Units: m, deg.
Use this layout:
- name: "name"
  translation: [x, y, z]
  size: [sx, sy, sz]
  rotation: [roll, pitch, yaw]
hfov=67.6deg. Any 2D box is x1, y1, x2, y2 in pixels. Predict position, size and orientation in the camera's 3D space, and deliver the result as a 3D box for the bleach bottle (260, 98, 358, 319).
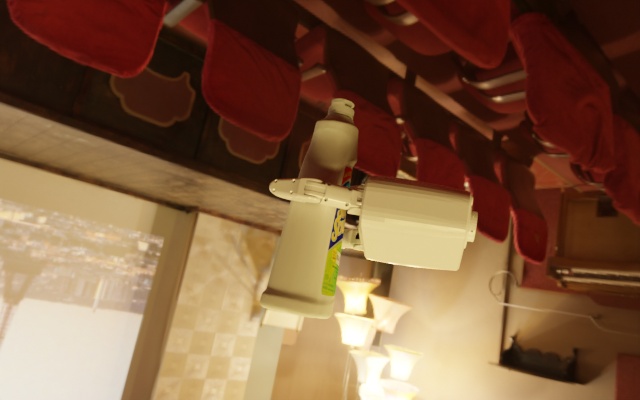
- name: "bleach bottle"
  translation: [0.000, 0.002, 0.540]
  size: [0.068, 0.250, 0.102]
  rotation: [8, -12, 16]
